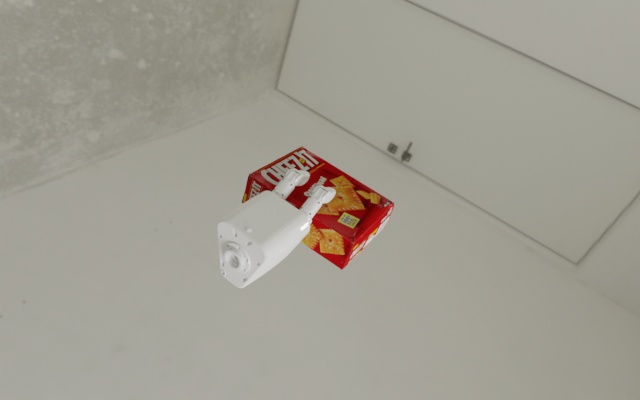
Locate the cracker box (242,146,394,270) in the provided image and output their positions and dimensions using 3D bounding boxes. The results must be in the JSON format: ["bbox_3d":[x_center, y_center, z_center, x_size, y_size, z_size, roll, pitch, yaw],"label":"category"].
[{"bbox_3d":[0.000,0.003,0.830,0.213,0.072,0.164,33,37,17],"label":"cracker box"}]
